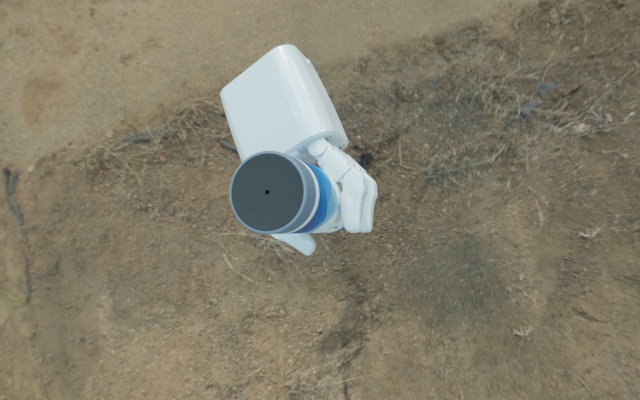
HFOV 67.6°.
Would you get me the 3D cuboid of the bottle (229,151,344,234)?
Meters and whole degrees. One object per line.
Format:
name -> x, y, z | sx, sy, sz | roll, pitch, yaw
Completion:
bottle -> 0.000, 0.002, 0.516 | 0.069, 0.069, 0.296 | 0, -3, 17
